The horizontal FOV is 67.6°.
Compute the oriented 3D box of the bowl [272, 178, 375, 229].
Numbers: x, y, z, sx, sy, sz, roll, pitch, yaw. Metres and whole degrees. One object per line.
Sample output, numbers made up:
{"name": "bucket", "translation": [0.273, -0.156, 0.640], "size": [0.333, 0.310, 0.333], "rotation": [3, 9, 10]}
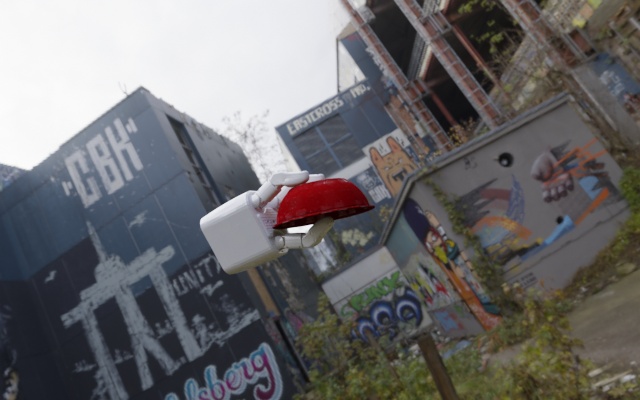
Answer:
{"name": "bowl", "translation": [0.001, 0.002, 0.741], "size": [0.162, 0.055, 0.162], "rotation": [-11, -7, -1]}
